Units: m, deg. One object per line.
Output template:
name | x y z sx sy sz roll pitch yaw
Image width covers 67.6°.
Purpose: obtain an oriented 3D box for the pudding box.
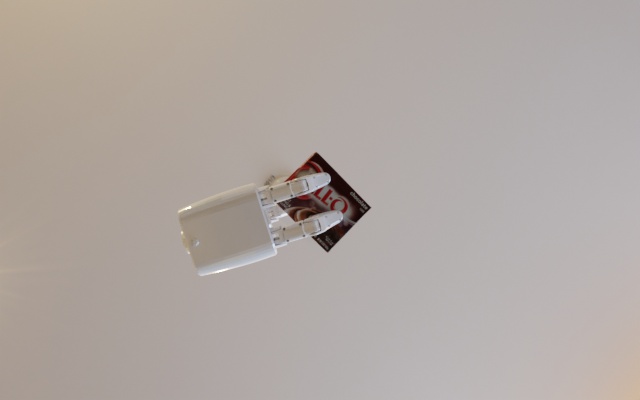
pudding box | 0.000 0.002 0.672 0.113 0.090 0.039 45 -3 -8
